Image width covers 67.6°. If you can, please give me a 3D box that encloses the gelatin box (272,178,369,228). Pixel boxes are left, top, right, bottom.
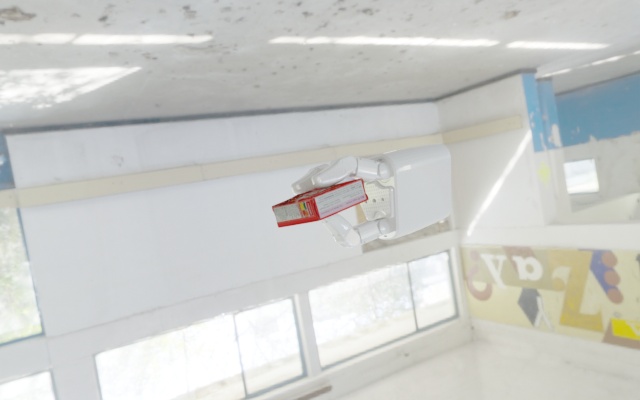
[{"bbox_3d":[0.000,0.002,0.557,0.089,0.030,0.073,-22,8,-43],"label":"gelatin box"}]
